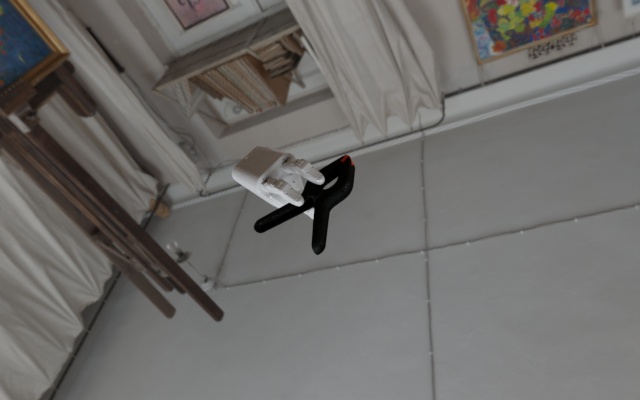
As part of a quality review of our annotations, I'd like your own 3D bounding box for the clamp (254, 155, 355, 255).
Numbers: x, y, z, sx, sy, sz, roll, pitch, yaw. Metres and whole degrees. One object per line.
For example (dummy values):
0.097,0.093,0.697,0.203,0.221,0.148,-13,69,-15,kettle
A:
0.001,0.003,0.829,0.210,0.036,0.164,-46,41,-19,clamp
